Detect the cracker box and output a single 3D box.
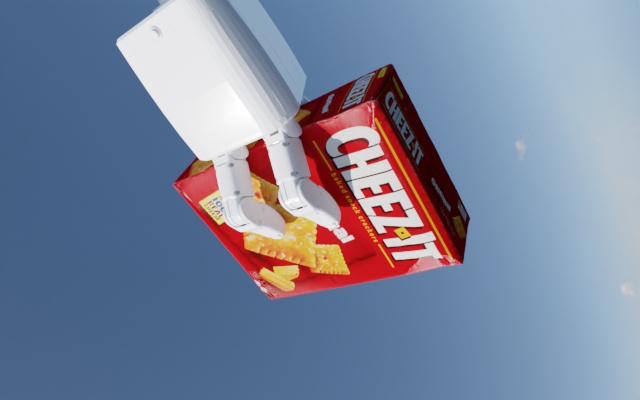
[{"bbox_3d":[0.000,0.001,0.431,0.214,0.164,0.072,-17,30,32],"label":"cracker box"}]
